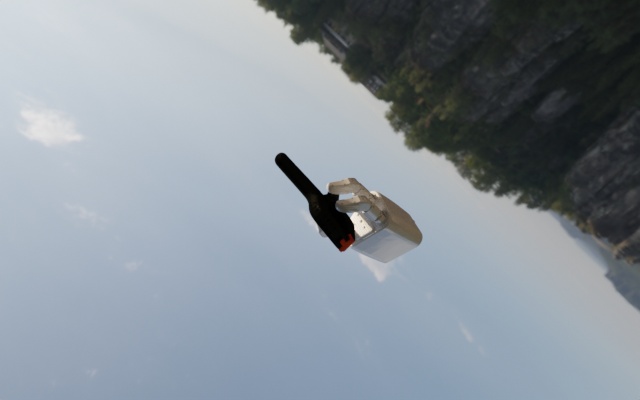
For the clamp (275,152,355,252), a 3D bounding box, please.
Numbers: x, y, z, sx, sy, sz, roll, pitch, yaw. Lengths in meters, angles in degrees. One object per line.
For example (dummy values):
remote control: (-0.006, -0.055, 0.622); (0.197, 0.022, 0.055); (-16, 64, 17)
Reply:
clamp: (0.000, 0.004, 0.833); (0.164, 0.036, 0.209); (29, 24, -35)
